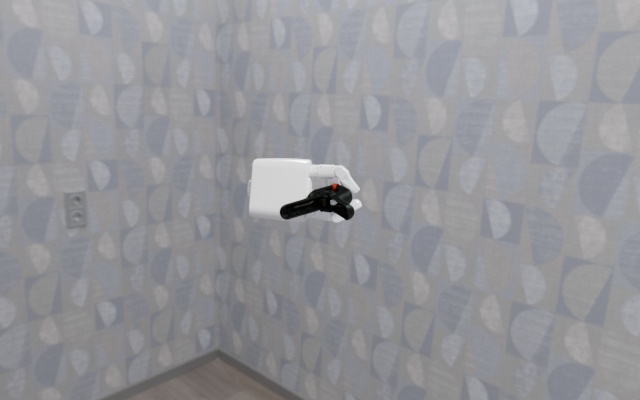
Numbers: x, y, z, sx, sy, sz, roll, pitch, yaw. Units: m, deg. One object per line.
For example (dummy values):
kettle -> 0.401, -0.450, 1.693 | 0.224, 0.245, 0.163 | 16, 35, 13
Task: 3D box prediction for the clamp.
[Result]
clamp -> 0.000, 0.002, 0.817 | 0.120, 0.039, 0.171 | 3, 12, 5
